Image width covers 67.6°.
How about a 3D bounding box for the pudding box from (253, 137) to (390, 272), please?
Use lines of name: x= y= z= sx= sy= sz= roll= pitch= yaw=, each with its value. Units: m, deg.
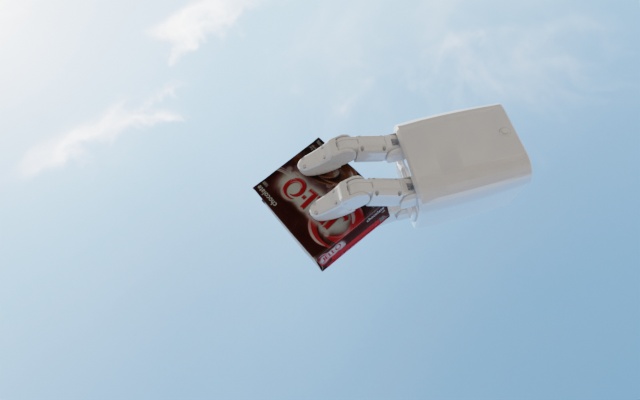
pudding box: x=0.000 y=0.002 z=0.482 sx=0.113 sy=0.090 sz=0.039 roll=45 pitch=-13 yaw=33
